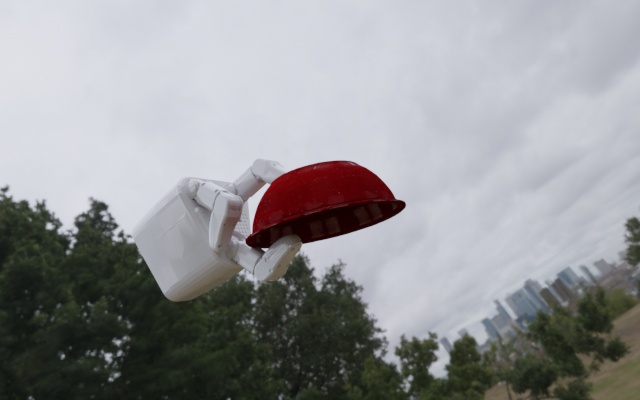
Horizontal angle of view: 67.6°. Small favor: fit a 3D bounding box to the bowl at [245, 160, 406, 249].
[{"bbox_3d":[0.001,0.001,0.477,0.162,0.055,0.162,-12,-13,-3],"label":"bowl"}]
